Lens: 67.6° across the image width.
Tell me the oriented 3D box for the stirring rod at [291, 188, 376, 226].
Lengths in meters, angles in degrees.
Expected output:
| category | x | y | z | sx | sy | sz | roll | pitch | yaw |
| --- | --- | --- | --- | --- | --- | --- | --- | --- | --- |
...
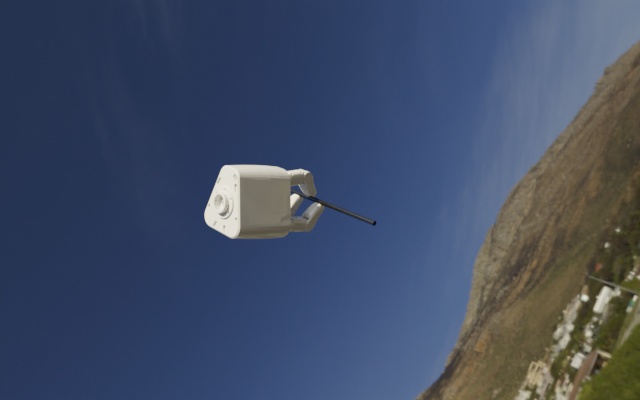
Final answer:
| category | x | y | z | sx | sy | sz | roll | pitch | yaw |
| --- | --- | --- | --- | --- | --- | --- | --- | --- | --- |
| stirring rod | 0.000 | 0.003 | 0.834 | 0.239 | 0.011 | 0.011 | 21 | 14 | 40 |
